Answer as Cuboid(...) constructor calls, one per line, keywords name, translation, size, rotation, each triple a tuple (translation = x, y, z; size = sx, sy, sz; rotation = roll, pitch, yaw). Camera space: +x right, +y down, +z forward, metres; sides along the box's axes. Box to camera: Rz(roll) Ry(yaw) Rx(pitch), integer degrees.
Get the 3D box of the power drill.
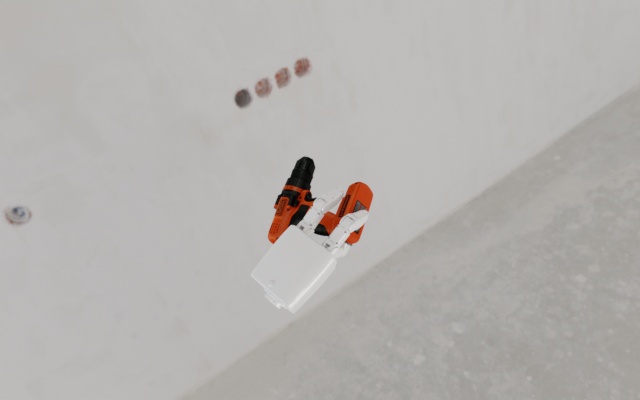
Cuboid(name="power drill", translation=(0.000, 0.003, 0.865), size=(0.187, 0.184, 0.057), rotation=(3, -22, 41))
